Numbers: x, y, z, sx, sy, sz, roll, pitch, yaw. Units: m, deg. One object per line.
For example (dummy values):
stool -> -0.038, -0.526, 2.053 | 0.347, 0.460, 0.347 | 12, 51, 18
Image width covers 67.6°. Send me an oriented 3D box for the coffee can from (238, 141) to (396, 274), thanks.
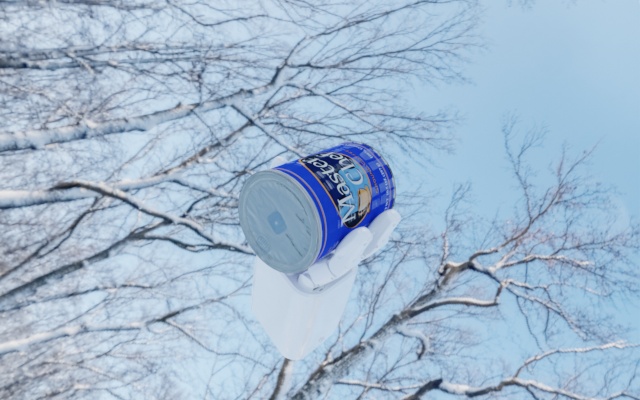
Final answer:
coffee can -> 0.000, 0.001, 0.500 | 0.103, 0.103, 0.140 | 0, 17, 40
